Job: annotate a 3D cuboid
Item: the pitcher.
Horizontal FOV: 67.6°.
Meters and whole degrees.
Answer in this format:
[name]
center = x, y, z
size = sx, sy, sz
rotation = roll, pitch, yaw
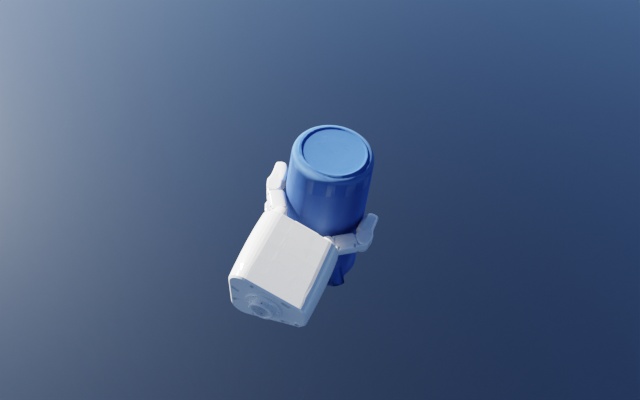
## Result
[pitcher]
center = 0.000, 0.002, 0.707
size = 0.149, 0.145, 0.243
rotation = 21, -38, 9
